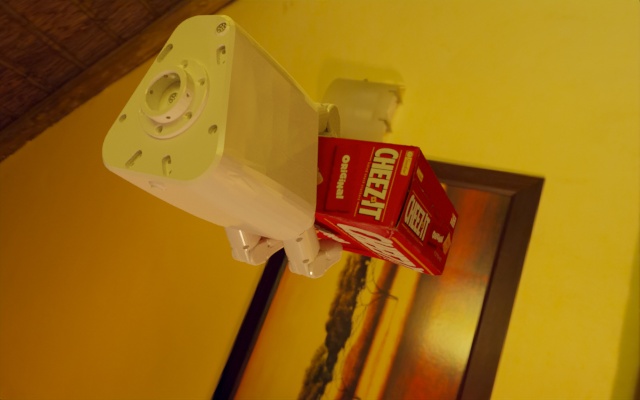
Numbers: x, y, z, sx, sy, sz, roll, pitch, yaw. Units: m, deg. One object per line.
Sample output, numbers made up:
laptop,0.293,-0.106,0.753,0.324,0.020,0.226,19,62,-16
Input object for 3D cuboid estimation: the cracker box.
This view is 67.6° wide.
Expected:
cracker box,0.000,0.001,0.437,0.213,0.072,0.164,11,-13,29
